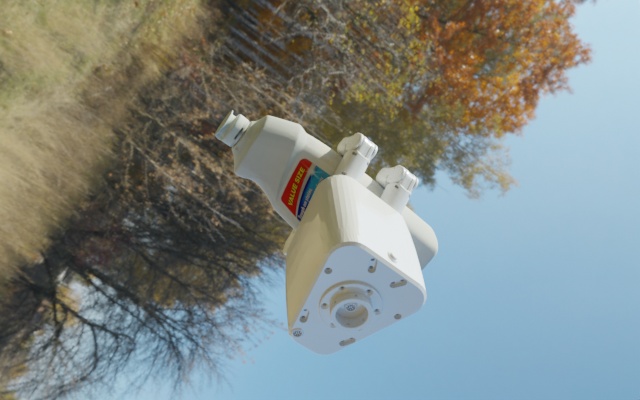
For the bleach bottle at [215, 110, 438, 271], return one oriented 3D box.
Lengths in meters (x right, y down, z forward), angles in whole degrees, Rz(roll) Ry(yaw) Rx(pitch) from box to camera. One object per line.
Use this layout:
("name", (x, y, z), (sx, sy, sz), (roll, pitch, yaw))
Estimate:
("bleach bottle", (0.000, 0.002, 0.490), (0.251, 0.102, 0.068), (35, 22, -19))
